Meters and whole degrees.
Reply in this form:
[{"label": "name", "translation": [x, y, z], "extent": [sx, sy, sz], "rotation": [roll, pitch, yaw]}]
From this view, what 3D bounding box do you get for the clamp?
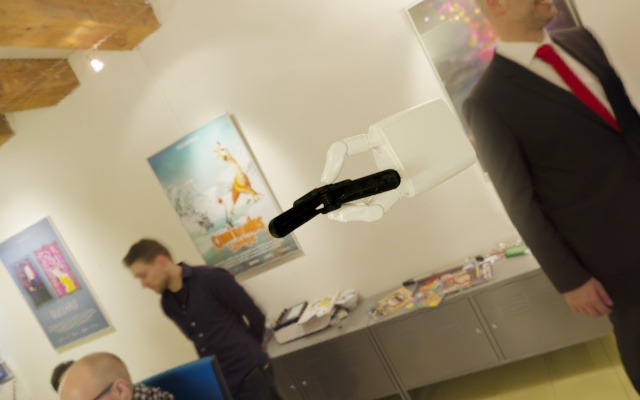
[{"label": "clamp", "translation": [0.000, 0.001, 0.636], "extent": [0.164, 0.036, 0.210], "rotation": [-23, 5, -10]}]
